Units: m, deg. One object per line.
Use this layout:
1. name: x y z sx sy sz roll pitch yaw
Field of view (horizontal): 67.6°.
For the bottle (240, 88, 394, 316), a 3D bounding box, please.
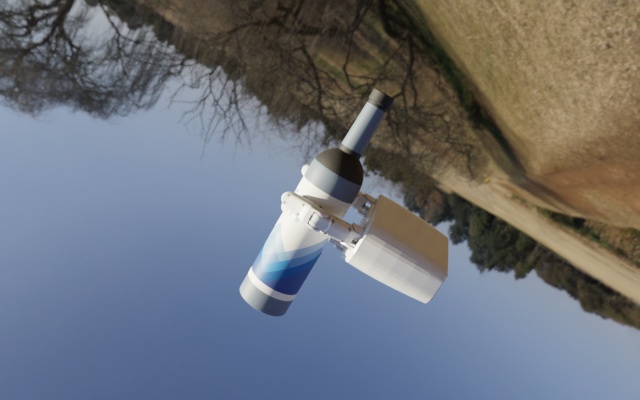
1. bottle: 0.000 0.002 0.577 0.069 0.296 0.069 29 11 -6
